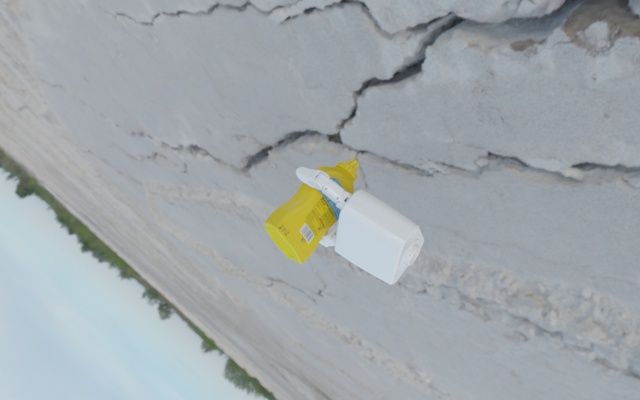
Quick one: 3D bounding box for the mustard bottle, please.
[{"bbox_3d":[0.000,0.003,0.768,0.058,0.191,0.096,19,-30,46],"label":"mustard bottle"}]
